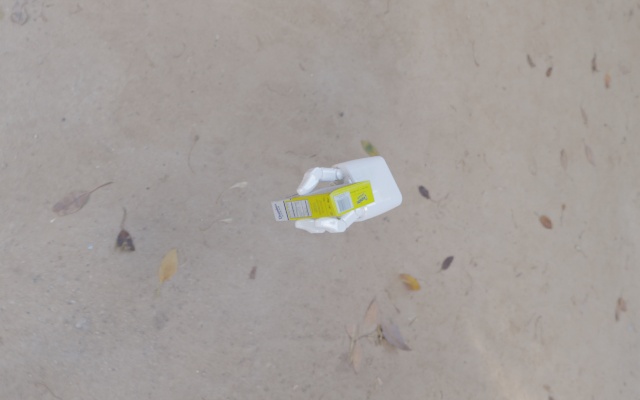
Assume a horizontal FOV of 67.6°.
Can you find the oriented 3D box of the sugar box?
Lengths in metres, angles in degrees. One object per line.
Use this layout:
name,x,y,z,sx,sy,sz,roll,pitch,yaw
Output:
sugar box,0.000,0.003,0.842,0.093,0.048,0.176,-18,4,-38
